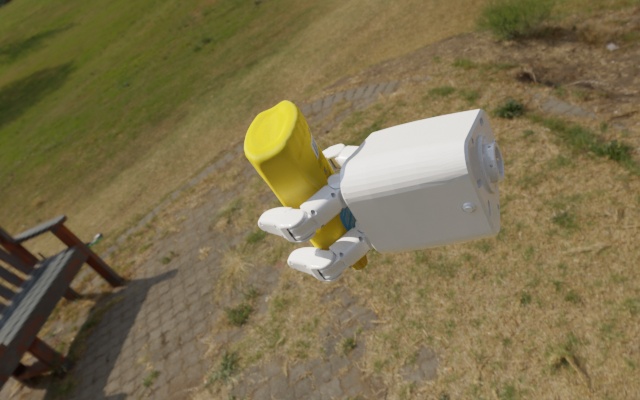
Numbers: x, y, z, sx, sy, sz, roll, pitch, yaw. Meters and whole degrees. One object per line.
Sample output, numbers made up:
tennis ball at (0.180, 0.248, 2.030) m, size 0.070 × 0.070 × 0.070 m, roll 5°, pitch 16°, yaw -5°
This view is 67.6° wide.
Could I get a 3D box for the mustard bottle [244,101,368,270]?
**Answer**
mustard bottle at (0.000, 0.001, 0.470) m, size 0.058 × 0.192 × 0.096 m, roll -26°, pitch 33°, yaw 12°
